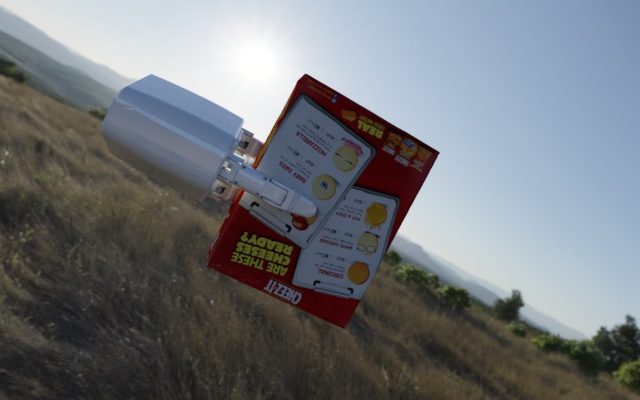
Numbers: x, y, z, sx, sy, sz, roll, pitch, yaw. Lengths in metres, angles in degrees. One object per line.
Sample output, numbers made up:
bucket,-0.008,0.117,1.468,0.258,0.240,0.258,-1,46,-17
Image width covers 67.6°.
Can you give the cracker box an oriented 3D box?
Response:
cracker box,0.000,0.002,0.511,0.164,0.213,0.072,28,2,-12
